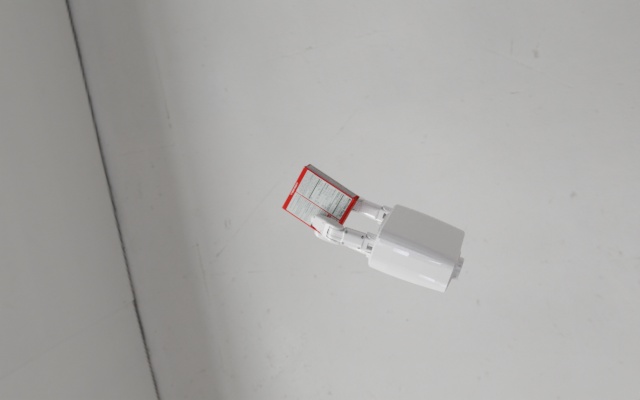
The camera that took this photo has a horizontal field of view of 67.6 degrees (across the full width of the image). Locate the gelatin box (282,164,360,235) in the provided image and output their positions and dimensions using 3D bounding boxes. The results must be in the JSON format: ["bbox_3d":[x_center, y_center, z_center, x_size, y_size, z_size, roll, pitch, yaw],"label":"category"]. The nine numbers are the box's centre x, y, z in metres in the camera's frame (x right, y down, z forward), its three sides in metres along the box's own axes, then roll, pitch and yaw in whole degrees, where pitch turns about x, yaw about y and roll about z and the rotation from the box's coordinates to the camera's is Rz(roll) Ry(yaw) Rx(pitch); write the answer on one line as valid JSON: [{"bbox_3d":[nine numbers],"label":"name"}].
[{"bbox_3d":[0.000,0.002,0.683,0.089,0.073,0.030,33,20,10],"label":"gelatin box"}]
